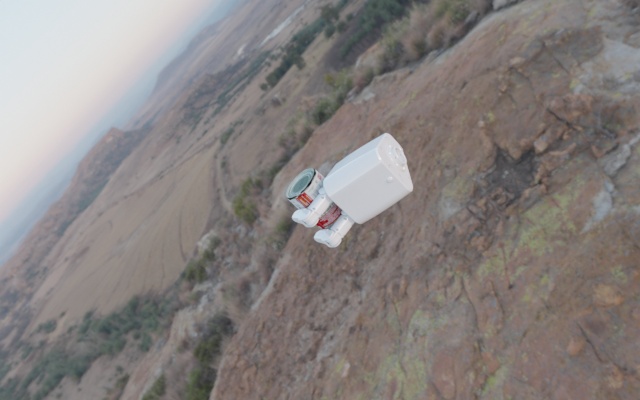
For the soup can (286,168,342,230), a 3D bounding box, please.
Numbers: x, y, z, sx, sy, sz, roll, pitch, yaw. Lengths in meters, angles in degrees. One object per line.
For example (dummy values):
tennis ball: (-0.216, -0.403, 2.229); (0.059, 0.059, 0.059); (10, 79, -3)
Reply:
soup can: (0.000, 0.003, 0.798); (0.102, 0.068, 0.068); (43, -20, -24)
